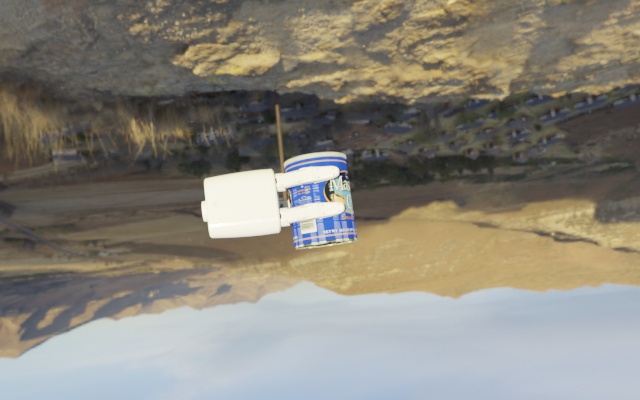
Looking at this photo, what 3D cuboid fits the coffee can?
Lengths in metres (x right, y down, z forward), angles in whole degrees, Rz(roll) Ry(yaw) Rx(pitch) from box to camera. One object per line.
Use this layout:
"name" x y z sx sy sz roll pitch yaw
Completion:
"coffee can" 0.000 0.002 0.770 0.103 0.140 0.103 -8 -8 -1
